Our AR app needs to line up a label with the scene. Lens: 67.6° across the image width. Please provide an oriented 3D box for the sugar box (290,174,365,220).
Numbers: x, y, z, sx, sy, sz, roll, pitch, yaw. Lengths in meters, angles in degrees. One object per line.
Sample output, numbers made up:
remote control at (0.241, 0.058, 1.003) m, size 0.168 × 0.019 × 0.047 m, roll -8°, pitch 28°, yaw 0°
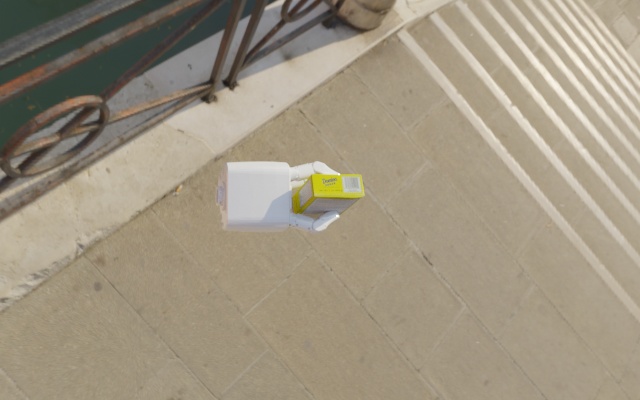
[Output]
sugar box at (0.000, 0.002, 0.858) m, size 0.093 × 0.048 × 0.176 m, roll 1°, pitch -17°, yaw -21°
